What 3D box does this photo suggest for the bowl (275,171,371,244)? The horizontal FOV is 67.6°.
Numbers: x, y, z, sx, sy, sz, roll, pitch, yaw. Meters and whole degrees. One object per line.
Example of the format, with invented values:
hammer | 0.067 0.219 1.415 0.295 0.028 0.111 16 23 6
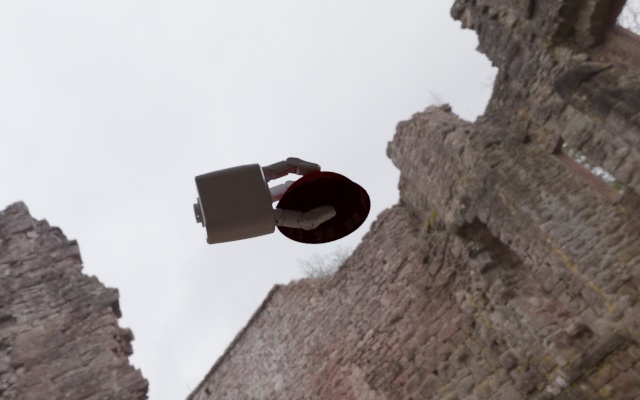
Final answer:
bowl | 0.001 0.002 0.797 0.162 0.055 0.162 -7 -43 -6
